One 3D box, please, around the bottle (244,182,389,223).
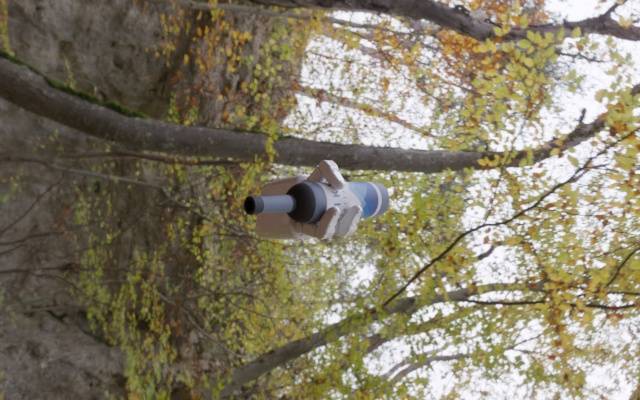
[{"bbox_3d":[0.000,0.003,0.797,0.069,0.069,0.296,0,2,45],"label":"bottle"}]
